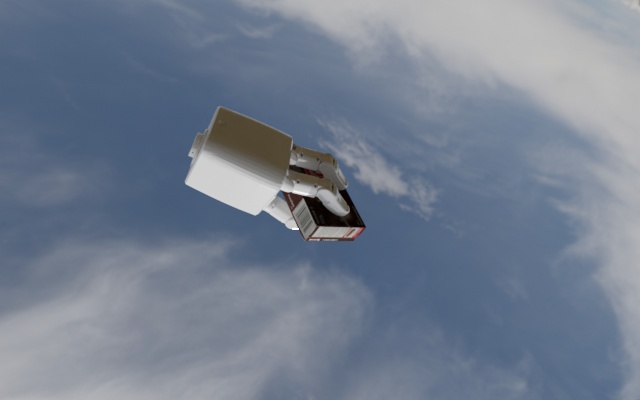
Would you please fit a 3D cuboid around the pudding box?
[{"bbox_3d":[0.000,0.002,0.658,0.090,0.113,0.039,3,-39,-39],"label":"pudding box"}]
